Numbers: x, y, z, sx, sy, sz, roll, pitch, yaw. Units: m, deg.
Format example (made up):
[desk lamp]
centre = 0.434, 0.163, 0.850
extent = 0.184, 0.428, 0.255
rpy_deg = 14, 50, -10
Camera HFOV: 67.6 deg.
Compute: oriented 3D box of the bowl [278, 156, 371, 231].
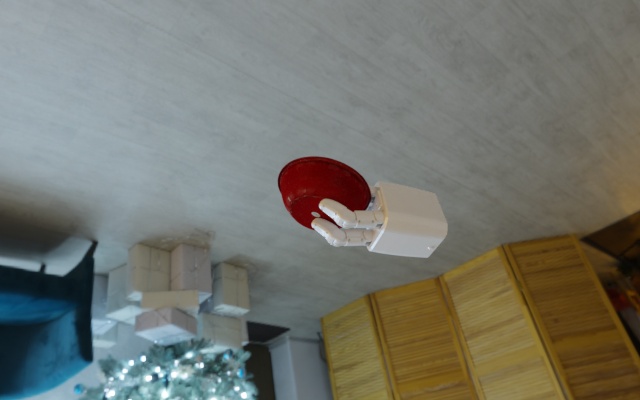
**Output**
[bowl]
centre = -0.001, 0.003, 0.790
extent = 0.162, 0.055, 0.162
rpy_deg = 10, -39, 8
